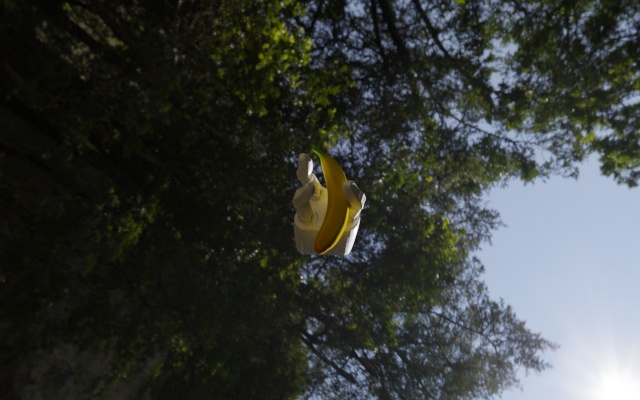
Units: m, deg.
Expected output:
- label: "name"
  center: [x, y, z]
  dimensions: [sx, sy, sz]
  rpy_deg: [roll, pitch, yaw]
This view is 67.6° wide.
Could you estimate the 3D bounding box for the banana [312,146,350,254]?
- label: "banana"
  center: [0.017, 0.003, 0.791]
  dimensions: [0.069, 0.197, 0.037]
  rpy_deg: [10, -33, -21]
